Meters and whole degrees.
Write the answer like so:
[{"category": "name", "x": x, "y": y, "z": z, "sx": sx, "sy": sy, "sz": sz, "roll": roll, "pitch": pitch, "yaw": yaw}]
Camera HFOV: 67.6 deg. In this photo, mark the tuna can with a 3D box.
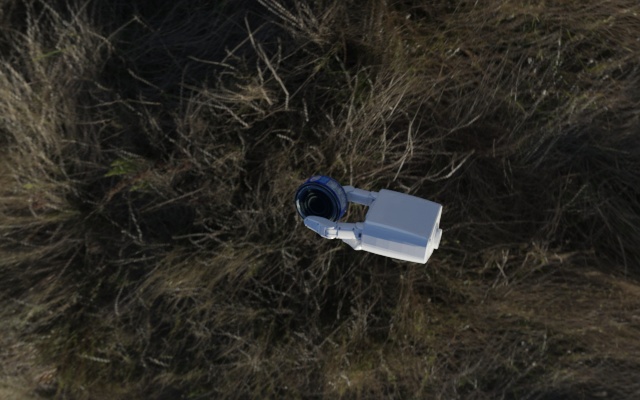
[{"category": "tuna can", "x": 0.000, "y": 0.003, "z": 0.797, "sx": 0.086, "sy": 0.086, "sz": 0.033, "roll": 0, "pitch": 24, "yaw": 28}]
